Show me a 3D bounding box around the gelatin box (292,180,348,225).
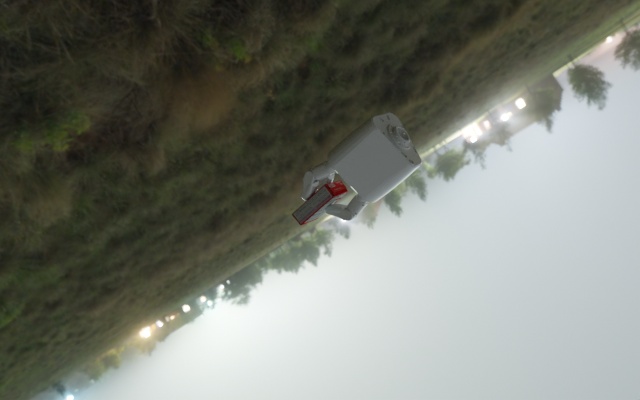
[{"bbox_3d":[0.000,0.003,0.862,0.089,0.030,0.073,-42,-9,22],"label":"gelatin box"}]
